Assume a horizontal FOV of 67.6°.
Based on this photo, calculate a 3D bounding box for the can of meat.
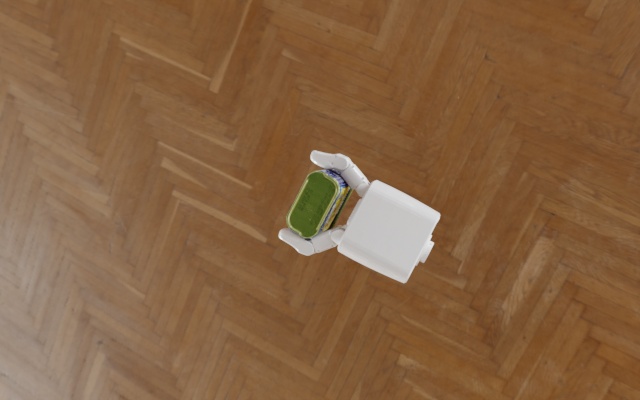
[{"bbox_3d":[0.000,0.002,0.703,0.057,0.102,0.084,30,14,12],"label":"can of meat"}]
